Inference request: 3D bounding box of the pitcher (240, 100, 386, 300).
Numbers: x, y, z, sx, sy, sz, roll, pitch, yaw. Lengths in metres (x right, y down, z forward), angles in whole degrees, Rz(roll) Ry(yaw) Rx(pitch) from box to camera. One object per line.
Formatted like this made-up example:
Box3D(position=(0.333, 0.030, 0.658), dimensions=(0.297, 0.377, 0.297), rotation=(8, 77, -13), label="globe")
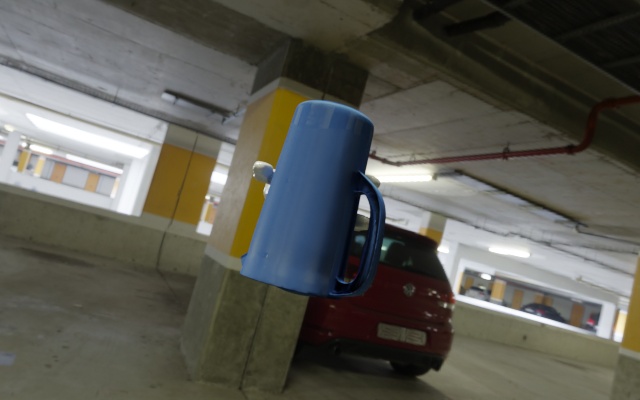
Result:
Box3D(position=(0.000, 0.002, 0.618), dimensions=(0.149, 0.243, 0.145), rotation=(17, -6, -14), label="pitcher")
